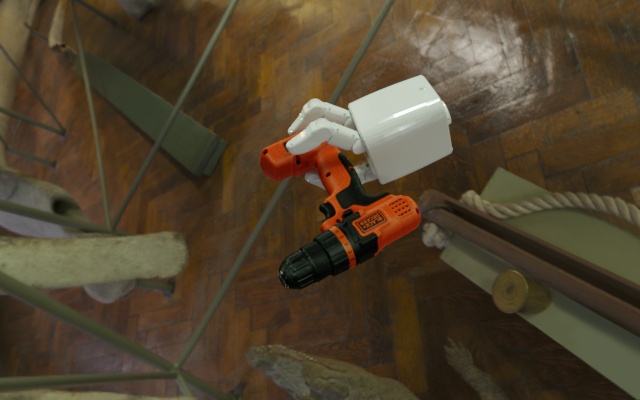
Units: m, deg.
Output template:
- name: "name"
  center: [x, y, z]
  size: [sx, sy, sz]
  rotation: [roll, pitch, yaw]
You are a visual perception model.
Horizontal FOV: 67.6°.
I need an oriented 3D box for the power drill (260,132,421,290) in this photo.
- name: "power drill"
  center: [0.000, 0.001, 0.585]
  size: [0.184, 0.187, 0.057]
  rotation: [-25, -30, -19]
